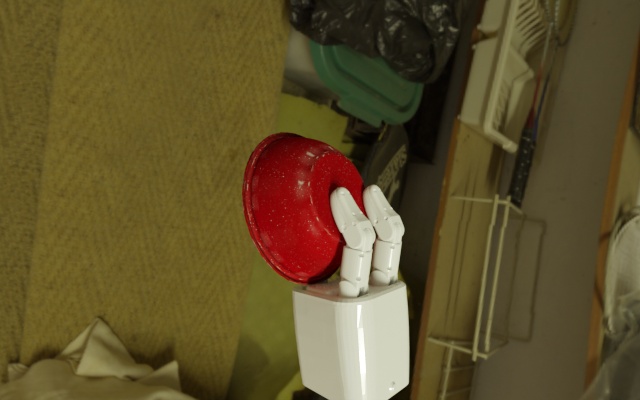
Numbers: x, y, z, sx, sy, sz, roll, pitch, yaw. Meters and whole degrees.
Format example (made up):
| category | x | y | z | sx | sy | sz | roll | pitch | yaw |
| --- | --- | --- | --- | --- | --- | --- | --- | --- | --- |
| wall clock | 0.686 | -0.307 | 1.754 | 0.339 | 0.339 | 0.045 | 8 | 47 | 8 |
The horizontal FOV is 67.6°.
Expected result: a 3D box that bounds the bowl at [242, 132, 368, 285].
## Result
| category | x | y | z | sx | sy | sz | roll | pitch | yaw |
| --- | --- | --- | --- | --- | --- | --- | --- | --- | --- |
| bowl | 0.000 | 0.000 | 0.481 | 0.055 | 0.162 | 0.162 | -16 | -10 | 39 |
